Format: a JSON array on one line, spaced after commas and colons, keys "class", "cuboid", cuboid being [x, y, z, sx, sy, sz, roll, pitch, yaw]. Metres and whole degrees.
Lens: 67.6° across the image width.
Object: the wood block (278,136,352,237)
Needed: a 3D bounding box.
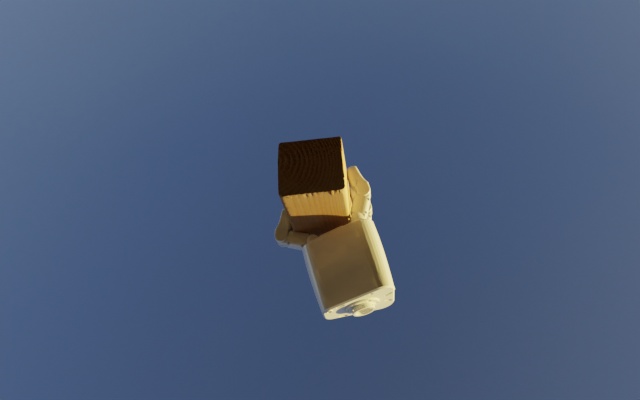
[{"class": "wood block", "cuboid": [0.000, 0.003, 0.730, 0.091, 0.090, 0.206, -6, -30, 5]}]
